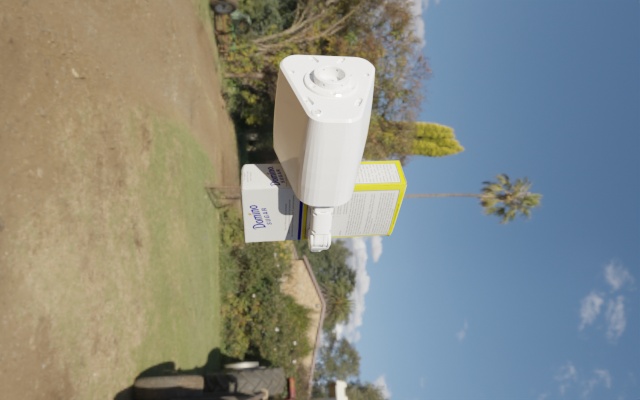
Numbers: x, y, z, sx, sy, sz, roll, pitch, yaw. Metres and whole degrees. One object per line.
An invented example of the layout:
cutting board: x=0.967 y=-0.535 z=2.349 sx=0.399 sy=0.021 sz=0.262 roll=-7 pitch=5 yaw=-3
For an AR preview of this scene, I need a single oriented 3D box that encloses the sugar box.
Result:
sugar box: x=0.000 y=0.001 z=0.542 sx=0.176 sy=0.048 sz=0.093 roll=0 pitch=-43 yaw=-6
